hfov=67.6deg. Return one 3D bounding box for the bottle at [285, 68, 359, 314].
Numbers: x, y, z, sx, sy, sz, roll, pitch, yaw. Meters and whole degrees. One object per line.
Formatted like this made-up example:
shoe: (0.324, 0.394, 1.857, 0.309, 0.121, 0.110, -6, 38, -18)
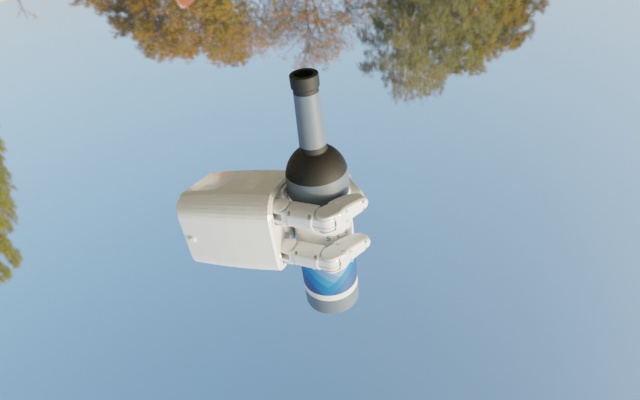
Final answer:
bottle: (0.000, 0.002, 0.522, 0.069, 0.296, 0.069, -5, 37, 4)
